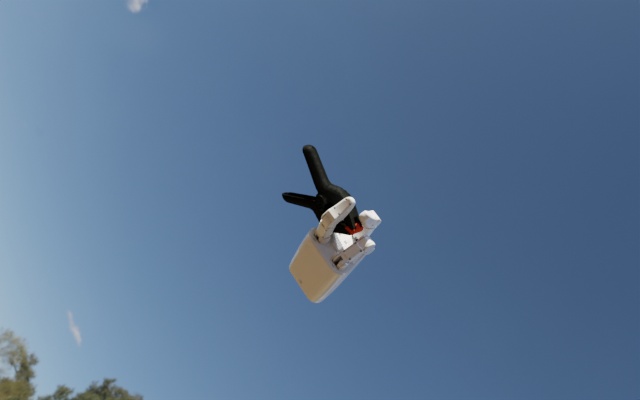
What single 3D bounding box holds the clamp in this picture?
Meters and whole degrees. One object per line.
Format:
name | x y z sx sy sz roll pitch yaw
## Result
clamp | 0.001 0.003 0.812 0.039 0.171 0.120 -17 -28 -40
